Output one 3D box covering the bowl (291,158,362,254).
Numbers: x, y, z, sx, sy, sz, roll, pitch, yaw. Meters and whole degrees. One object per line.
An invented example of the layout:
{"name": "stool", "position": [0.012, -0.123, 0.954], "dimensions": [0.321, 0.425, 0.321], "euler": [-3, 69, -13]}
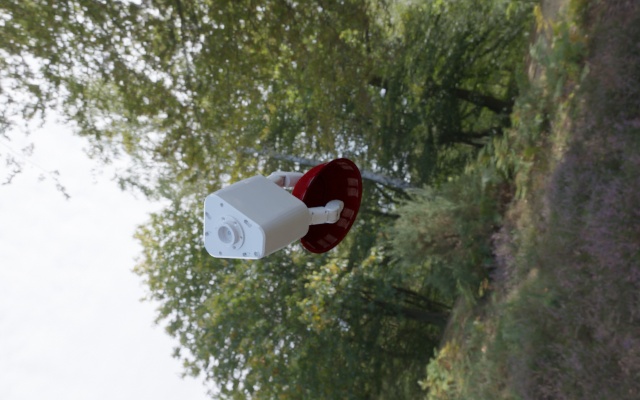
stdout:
{"name": "bowl", "position": [0.001, 0.002, 0.782], "dimensions": [0.055, 0.162, 0.162], "euler": [22, 13, 36]}
